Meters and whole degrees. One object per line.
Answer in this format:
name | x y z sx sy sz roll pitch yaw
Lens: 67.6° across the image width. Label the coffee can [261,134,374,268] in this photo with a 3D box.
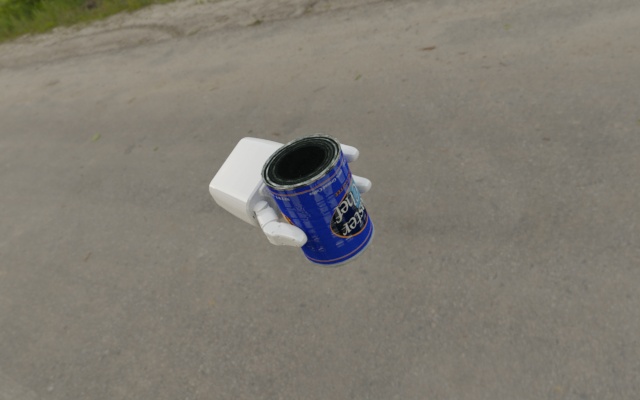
coffee can | 0.000 0.002 0.606 0.103 0.140 0.102 -16 38 13
